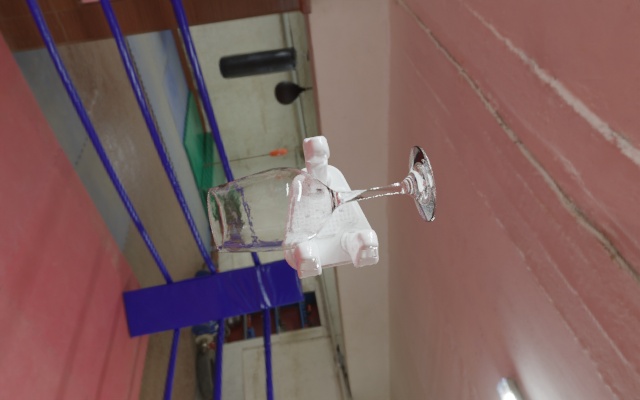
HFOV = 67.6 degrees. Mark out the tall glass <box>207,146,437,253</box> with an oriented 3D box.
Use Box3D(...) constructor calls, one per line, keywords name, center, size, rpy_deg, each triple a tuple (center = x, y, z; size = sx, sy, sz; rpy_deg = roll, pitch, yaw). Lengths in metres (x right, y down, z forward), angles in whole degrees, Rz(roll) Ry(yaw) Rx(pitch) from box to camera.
Box3D(name="tall glass", center=(0.001, 0.001, 0.451), size=(0.201, 0.079, 0.079), rpy_deg=(-10, 1, -4))
